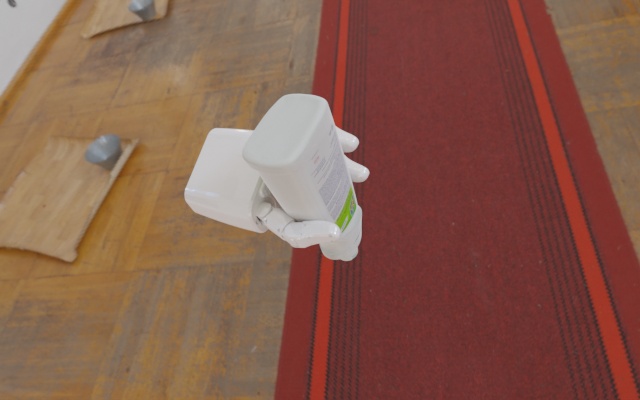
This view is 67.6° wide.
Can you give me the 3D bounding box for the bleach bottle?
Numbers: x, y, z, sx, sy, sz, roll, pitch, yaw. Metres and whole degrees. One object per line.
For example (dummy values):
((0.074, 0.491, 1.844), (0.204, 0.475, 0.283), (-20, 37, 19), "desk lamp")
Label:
((0.000, 0.002, 0.556), (0.068, 0.102, 0.251), (13, -32, 28), "bleach bottle")
